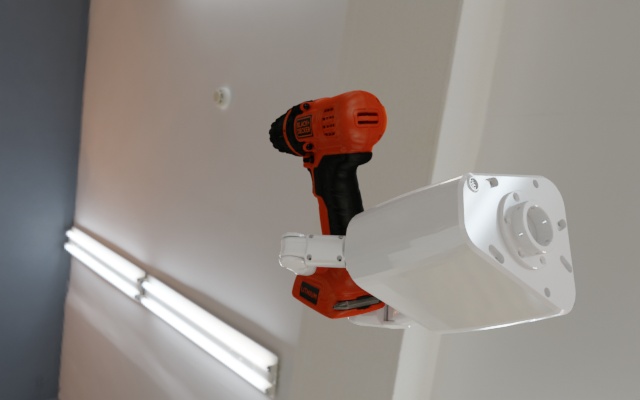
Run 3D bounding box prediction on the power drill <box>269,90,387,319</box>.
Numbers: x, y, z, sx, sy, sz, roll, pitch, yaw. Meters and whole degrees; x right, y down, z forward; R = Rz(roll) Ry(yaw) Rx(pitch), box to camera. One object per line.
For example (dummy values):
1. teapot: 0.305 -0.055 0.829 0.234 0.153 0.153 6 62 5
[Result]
1. power drill: 0.000 0.002 0.440 0.057 0.187 0.184 -8 6 -23
